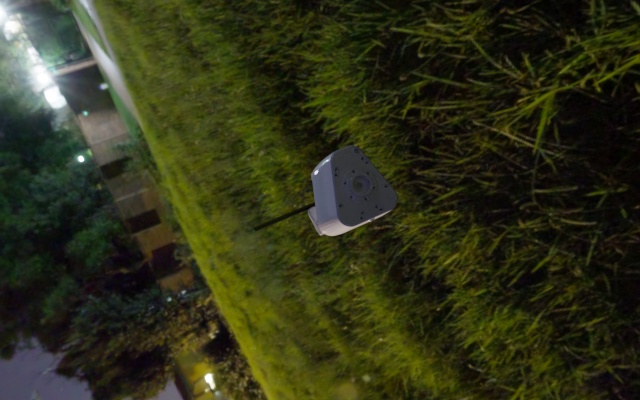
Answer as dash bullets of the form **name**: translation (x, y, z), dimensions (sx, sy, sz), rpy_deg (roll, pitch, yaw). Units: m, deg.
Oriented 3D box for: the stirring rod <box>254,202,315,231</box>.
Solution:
- **stirring rod**: translation (0.000, 0.003, 0.811), dimensions (0.239, 0.011, 0.011), rpy_deg (-23, 6, -15)
